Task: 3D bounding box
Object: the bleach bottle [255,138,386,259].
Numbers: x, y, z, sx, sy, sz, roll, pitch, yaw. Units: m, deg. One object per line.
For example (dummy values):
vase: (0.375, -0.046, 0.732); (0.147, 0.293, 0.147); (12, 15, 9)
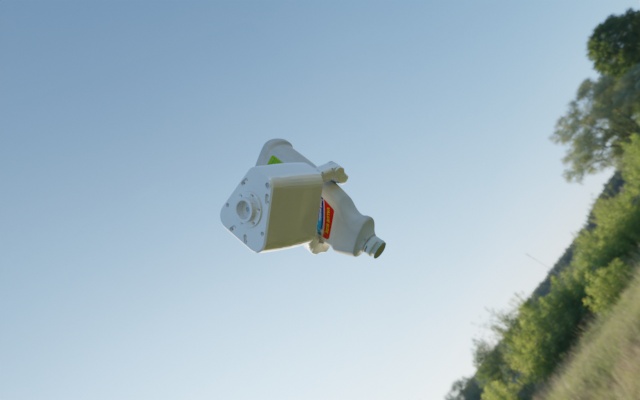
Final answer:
bleach bottle: (0.000, 0.003, 0.752); (0.250, 0.103, 0.068); (35, 24, 28)
